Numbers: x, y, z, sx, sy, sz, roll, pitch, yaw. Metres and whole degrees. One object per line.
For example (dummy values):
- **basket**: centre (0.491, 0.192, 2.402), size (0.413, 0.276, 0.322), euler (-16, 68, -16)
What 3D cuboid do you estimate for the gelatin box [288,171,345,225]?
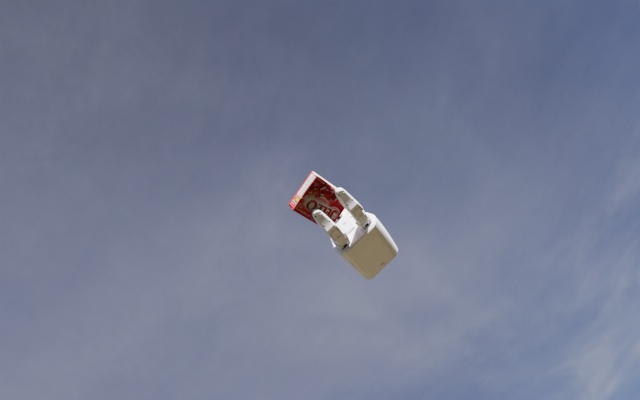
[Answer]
- **gelatin box**: centre (0.000, 0.002, 0.842), size (0.089, 0.073, 0.030), euler (33, 6, -31)
